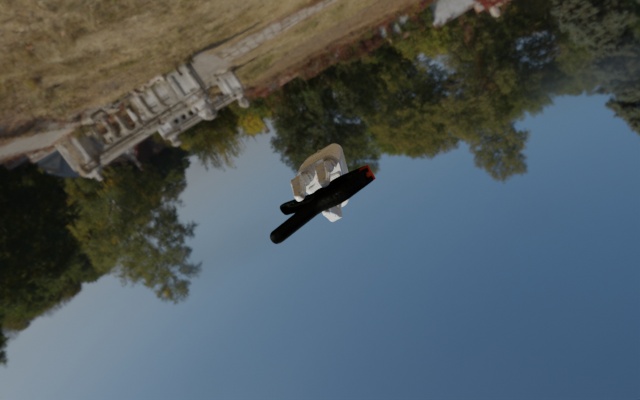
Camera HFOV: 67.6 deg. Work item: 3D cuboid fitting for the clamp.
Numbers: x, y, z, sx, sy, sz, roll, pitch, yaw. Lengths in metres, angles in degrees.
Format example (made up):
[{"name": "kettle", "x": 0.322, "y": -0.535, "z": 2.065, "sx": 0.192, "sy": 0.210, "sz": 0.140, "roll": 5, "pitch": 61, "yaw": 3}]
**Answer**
[{"name": "clamp", "x": 0.001, "y": 0.003, "z": 0.862, "sx": 0.210, "sy": 0.036, "sz": 0.164, "roll": -27, "pitch": 17, "yaw": 17}]
